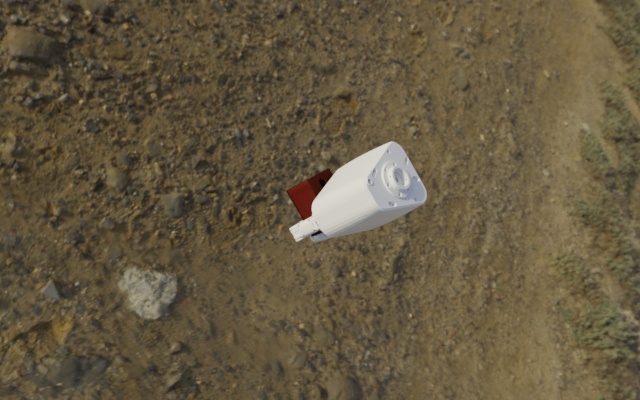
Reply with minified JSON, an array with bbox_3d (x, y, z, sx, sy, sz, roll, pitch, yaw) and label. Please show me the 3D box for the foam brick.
[{"bbox_3d":[0.000,0.002,0.688,0.053,0.078,0.051,-31,2,-43],"label":"foam brick"}]
